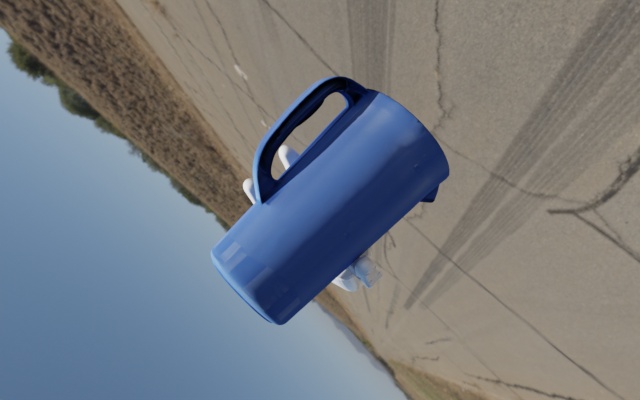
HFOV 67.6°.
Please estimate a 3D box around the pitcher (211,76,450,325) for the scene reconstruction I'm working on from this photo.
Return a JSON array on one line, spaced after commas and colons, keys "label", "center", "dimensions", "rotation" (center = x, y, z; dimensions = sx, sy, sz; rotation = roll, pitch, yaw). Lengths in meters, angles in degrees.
[{"label": "pitcher", "center": [0.000, 0.002, 0.498], "dimensions": [0.149, 0.243, 0.145], "rotation": [43, -8, 20]}]
